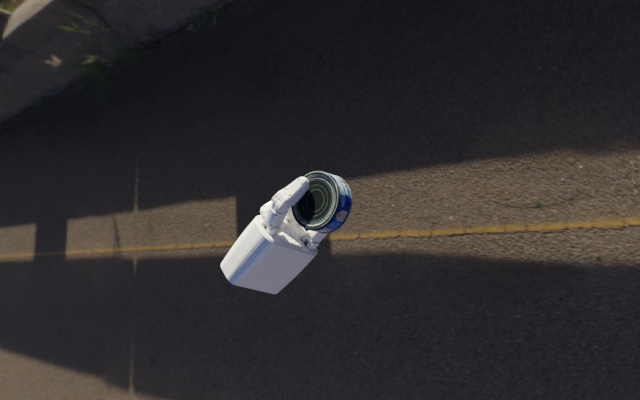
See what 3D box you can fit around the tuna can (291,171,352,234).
[{"bbox_3d":[0.000,0.002,0.674,0.086,0.086,0.034,0,-10,37],"label":"tuna can"}]
